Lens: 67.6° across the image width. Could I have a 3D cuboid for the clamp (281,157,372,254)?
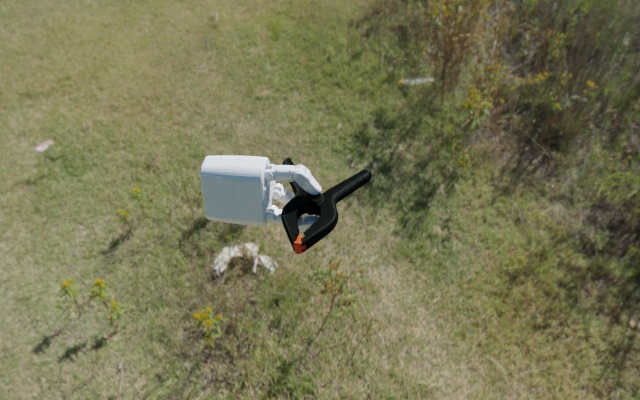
[{"bbox_3d":[0.000,0.002,0.807,0.164,0.036,0.209,3,45,7],"label":"clamp"}]
